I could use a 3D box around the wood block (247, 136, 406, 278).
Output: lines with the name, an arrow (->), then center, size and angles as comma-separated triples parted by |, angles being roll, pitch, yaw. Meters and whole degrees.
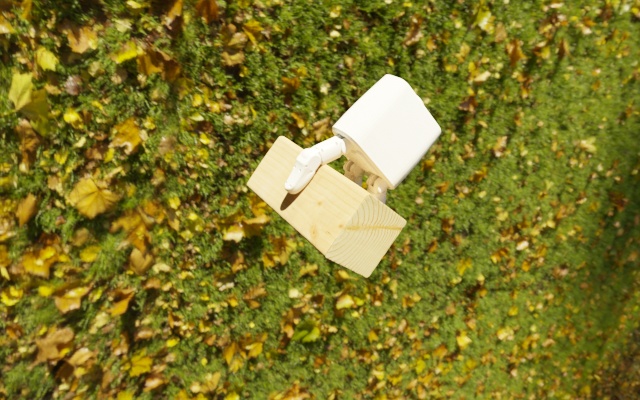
wood block -> 0.000, 0.002, 0.640 | 0.091, 0.090, 0.206 | 33, 3, -43
